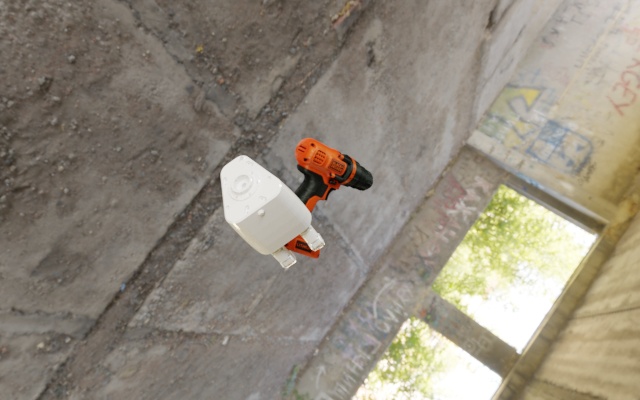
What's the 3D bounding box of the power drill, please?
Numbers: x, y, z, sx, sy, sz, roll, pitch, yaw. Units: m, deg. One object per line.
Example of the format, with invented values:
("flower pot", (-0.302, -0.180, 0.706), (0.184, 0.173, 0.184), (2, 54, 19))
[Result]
("power drill", (0.000, 0.003, 0.827), (0.184, 0.187, 0.057), (23, 3, -43))
